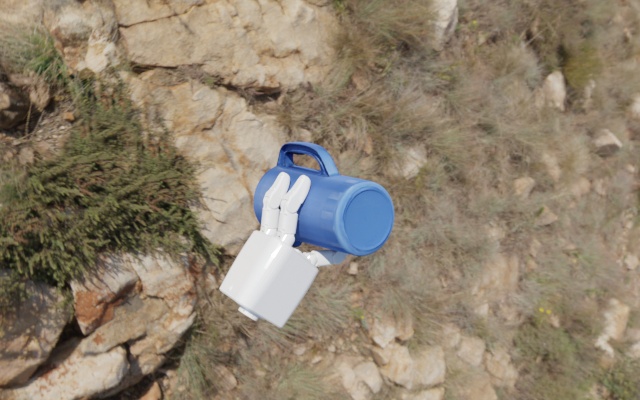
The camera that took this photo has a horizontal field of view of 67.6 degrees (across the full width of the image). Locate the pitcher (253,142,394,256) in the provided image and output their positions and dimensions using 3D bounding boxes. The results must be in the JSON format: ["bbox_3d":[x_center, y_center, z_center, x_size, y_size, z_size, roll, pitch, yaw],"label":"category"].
[{"bbox_3d":[0.000,0.003,0.762,0.149,0.145,0.243,42,-17,-30],"label":"pitcher"}]
